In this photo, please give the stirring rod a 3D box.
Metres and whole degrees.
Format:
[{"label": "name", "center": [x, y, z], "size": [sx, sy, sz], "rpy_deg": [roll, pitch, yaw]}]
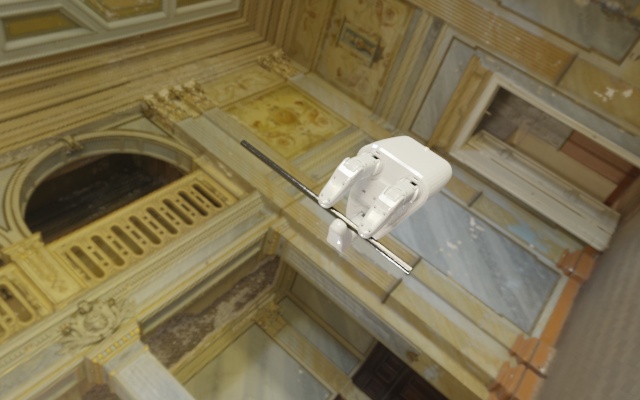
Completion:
[{"label": "stirring rod", "center": [0.000, 0.002, 0.519], "size": [0.239, 0.011, 0.011], "rpy_deg": [37, 13, 18]}]
